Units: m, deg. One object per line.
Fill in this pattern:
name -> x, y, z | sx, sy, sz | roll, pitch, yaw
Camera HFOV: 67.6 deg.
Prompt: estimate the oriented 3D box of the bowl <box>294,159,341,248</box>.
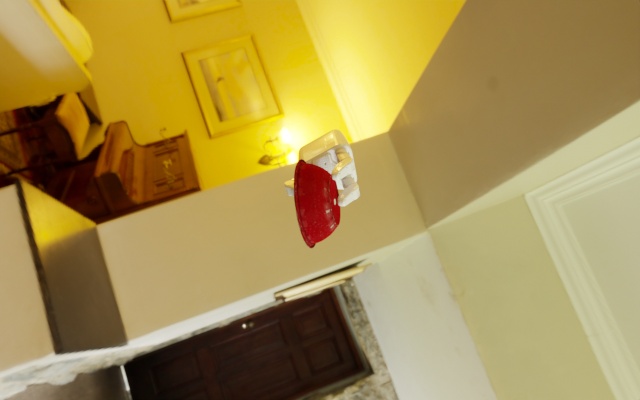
bowl -> 0.000, 0.004, 0.855 | 0.055, 0.162, 0.162 | -7, -2, 12
